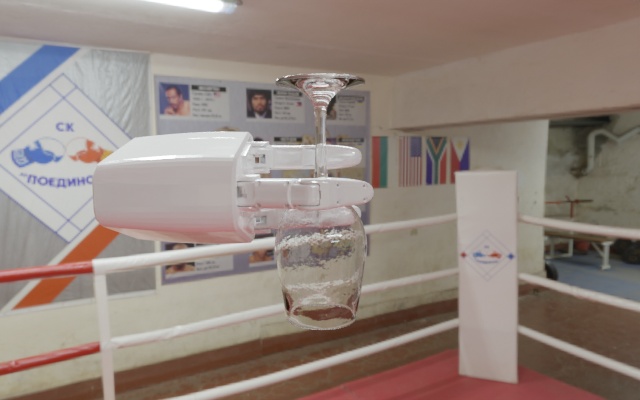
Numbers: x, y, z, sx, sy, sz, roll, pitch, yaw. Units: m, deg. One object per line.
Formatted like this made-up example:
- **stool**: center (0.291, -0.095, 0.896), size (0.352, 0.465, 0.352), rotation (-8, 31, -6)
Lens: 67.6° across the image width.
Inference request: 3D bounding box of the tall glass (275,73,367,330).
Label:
- **tall glass**: center (0.000, 0.001, 0.402), size (0.079, 0.201, 0.079), rotation (-1, 5, 0)
